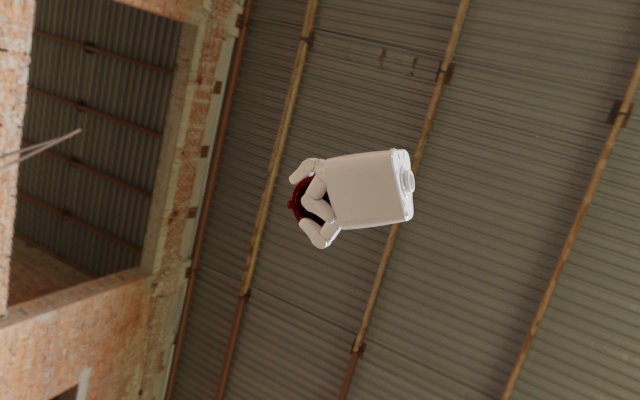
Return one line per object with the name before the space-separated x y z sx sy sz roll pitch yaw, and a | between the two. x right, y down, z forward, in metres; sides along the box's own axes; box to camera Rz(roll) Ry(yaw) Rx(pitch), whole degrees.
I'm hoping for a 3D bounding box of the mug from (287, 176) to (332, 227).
mug | -0.001 0.003 0.813 0.117 0.093 0.081 -7 4 27
